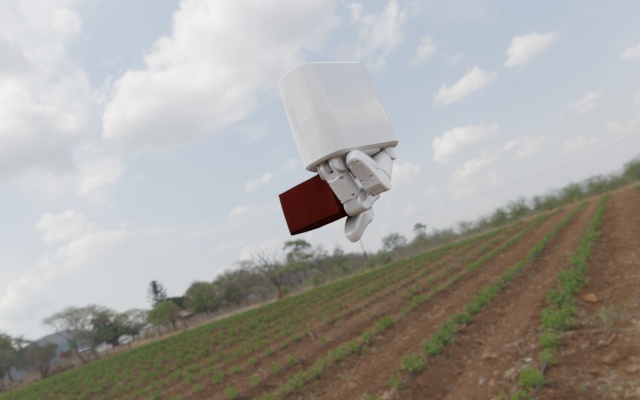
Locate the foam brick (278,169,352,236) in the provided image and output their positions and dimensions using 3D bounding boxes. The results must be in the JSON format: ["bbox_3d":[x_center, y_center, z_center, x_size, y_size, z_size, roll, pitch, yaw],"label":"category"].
[{"bbox_3d":[0.000,0.002,0.555,0.078,0.051,0.053,-26,-9,34],"label":"foam brick"}]
